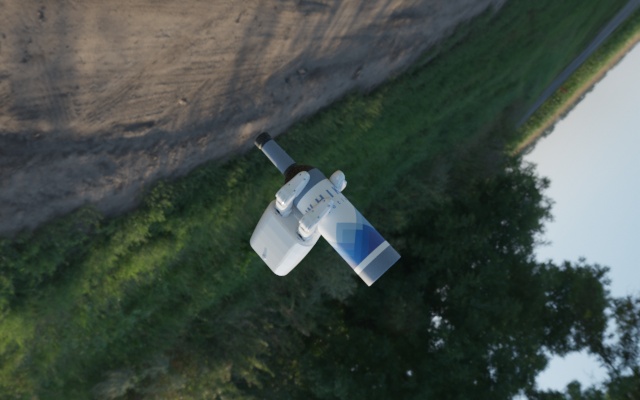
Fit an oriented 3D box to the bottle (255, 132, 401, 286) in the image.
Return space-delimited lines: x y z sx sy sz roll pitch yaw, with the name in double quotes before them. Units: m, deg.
"bottle" 0.000 0.003 0.755 0.069 0.295 0.069 -41 -11 -10
